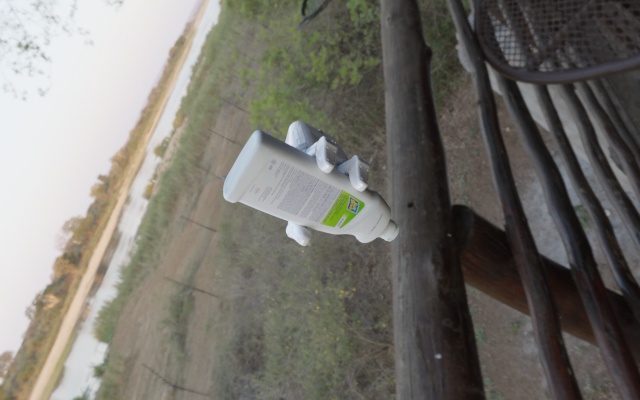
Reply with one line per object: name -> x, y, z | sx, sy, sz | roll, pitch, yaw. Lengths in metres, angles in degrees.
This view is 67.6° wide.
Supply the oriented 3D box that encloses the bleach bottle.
bleach bottle -> 0.000, 0.002, 0.665 | 0.251, 0.102, 0.068 | 27, 20, -23
